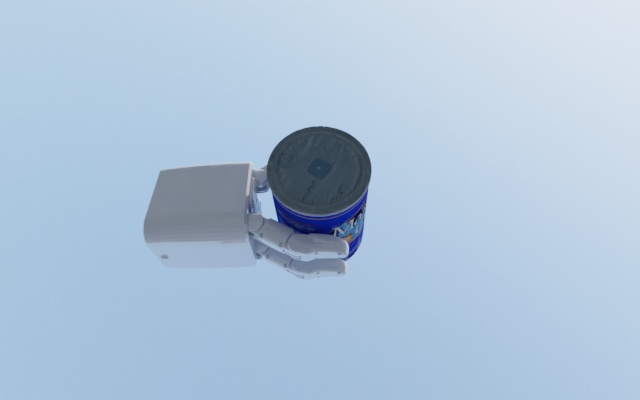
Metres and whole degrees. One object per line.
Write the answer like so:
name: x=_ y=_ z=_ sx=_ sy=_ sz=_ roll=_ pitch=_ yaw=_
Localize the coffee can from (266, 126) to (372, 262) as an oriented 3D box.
coffee can: x=0.000 y=0.002 z=0.524 sx=0.103 sy=0.102 sz=0.140 roll=0 pitch=-29 yaw=1
